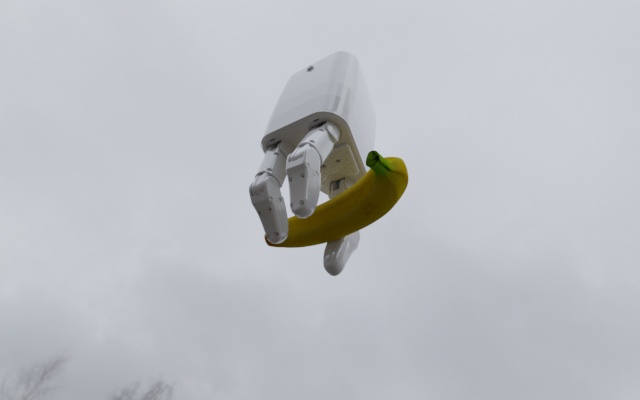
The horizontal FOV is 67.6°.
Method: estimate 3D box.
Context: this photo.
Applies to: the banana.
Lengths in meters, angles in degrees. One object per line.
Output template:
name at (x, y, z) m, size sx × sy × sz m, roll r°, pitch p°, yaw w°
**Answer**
banana at (0.018, 0.005, 0.424) m, size 0.069 × 0.037 × 0.198 m, roll 16°, pitch -31°, yaw -24°
